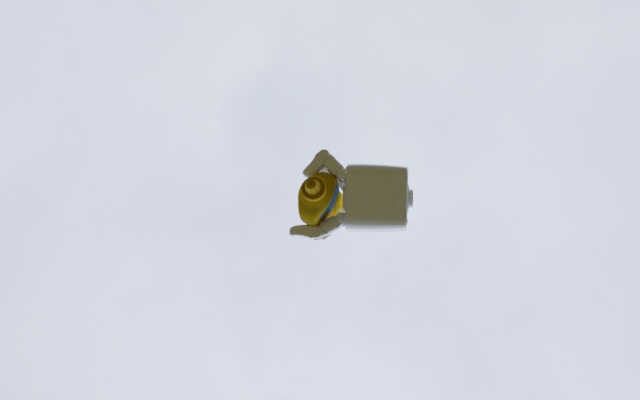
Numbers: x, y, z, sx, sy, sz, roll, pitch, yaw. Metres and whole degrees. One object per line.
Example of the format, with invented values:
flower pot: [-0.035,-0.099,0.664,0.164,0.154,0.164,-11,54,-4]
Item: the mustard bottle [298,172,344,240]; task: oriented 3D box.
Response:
mustard bottle: [0.000,0.003,0.844,0.058,0.096,0.192,25,-12,16]
